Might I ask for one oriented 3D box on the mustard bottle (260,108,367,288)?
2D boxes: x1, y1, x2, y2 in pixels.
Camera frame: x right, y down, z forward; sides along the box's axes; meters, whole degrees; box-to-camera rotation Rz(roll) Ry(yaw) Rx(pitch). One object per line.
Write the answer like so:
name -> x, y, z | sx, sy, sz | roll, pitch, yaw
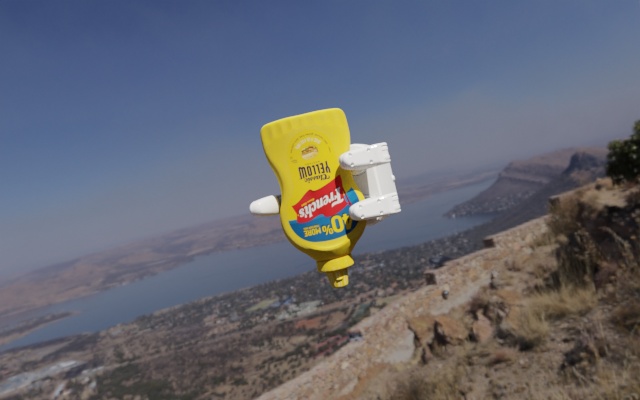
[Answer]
mustard bottle -> 0.000, 0.001, 0.529 | 0.096, 0.191, 0.058 | -13, 0, -3
